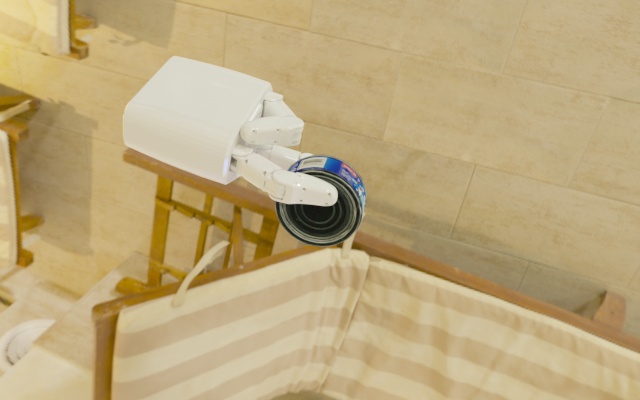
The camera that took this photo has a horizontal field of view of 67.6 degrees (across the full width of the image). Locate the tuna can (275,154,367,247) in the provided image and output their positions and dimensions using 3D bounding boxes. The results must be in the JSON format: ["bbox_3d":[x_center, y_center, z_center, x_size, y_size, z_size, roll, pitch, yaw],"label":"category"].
[{"bbox_3d":[0.000,0.002,0.458,0.086,0.086,0.033,0,29,12],"label":"tuna can"}]
